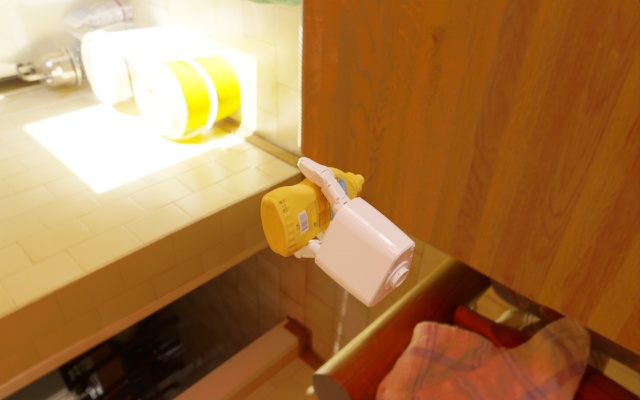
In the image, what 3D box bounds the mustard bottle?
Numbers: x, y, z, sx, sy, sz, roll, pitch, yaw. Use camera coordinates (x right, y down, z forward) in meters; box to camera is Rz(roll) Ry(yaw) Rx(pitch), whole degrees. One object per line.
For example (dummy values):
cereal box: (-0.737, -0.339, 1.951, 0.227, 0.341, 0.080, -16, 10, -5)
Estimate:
mustard bottle: (0.000, 0.002, 0.727, 0.058, 0.096, 0.191, 16, 34, 43)
